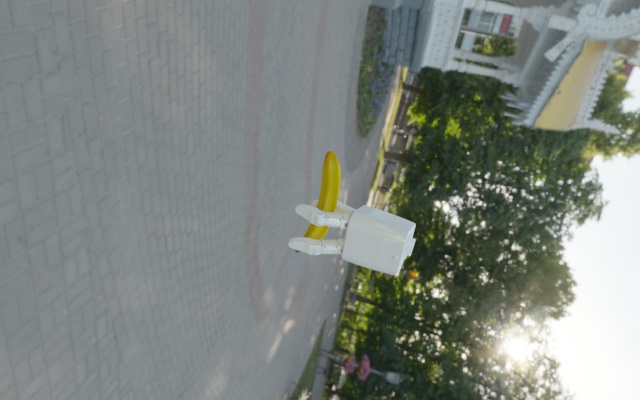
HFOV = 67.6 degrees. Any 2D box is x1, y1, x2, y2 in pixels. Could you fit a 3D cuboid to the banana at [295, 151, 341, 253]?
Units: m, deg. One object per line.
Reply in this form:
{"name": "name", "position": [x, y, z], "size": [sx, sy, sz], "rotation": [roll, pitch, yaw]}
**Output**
{"name": "banana", "position": [0.007, 0.005, 0.892], "size": [0.037, 0.198, 0.069], "rotation": [21, 10, 21]}
